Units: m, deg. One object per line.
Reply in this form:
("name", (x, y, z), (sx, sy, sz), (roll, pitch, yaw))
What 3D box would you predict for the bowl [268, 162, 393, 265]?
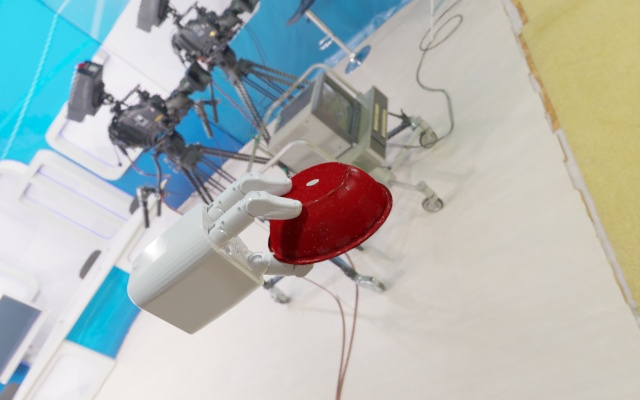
("bowl", (0.001, 0.001, 0.561), (0.162, 0.055, 0.162), (-20, 27, 11))
